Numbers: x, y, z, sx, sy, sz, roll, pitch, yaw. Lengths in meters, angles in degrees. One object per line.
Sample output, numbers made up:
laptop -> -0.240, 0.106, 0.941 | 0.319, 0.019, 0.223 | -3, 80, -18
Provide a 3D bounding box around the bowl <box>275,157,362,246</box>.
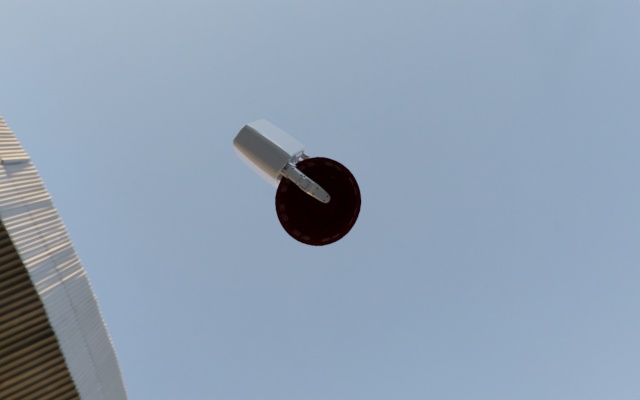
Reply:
bowl -> 0.001, 0.004, 0.886 | 0.162, 0.162, 0.055 | 0, -4, 15
